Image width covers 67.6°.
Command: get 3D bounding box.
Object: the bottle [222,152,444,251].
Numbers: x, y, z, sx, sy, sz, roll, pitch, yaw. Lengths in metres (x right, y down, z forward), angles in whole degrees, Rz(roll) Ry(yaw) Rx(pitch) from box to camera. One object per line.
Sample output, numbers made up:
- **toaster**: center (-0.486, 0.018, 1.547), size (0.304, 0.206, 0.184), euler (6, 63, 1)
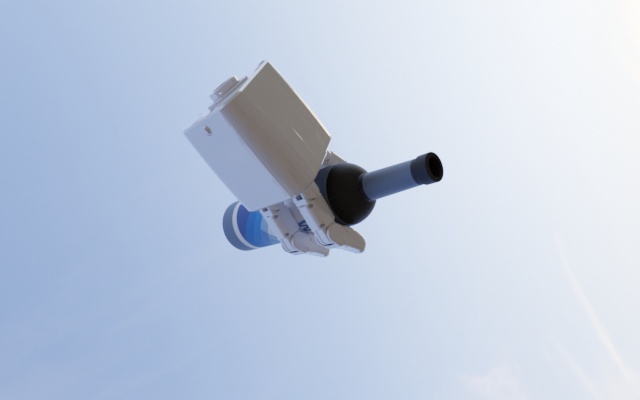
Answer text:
- **bottle**: center (0.000, 0.002, 0.518), size (0.069, 0.069, 0.296), euler (0, -12, -44)
